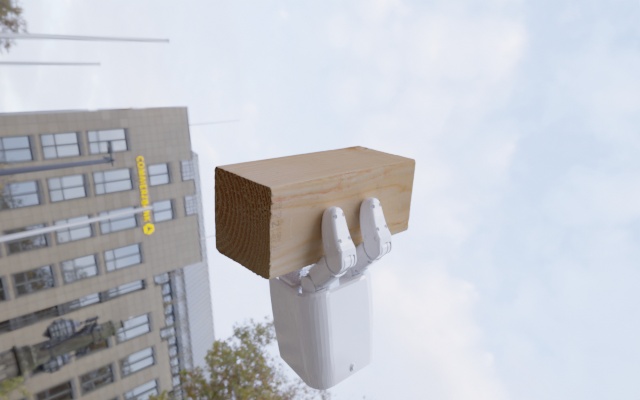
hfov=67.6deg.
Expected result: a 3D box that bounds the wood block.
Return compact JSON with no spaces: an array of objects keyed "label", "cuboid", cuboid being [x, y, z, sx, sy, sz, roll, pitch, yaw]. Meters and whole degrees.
[{"label":"wood block","cuboid":[0.000,0.002,0.507,0.206,0.090,0.091,-14,24,-43]}]
